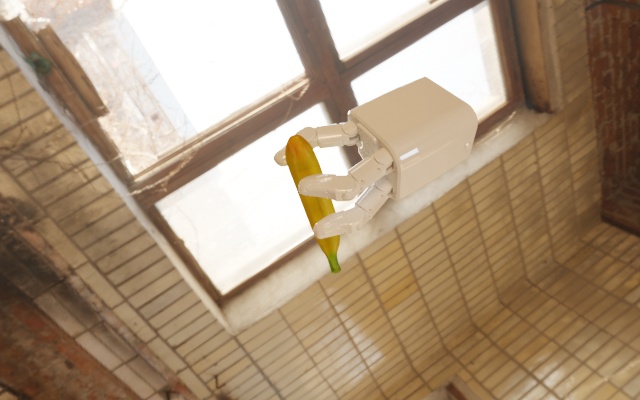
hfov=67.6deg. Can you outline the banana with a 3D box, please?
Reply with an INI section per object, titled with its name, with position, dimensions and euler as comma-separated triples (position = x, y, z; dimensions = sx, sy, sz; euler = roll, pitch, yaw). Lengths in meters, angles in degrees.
[banana]
position = -0.005, -0.005, 0.563
dimensions = 0.037, 0.198, 0.069
euler = -24, 36, -6
